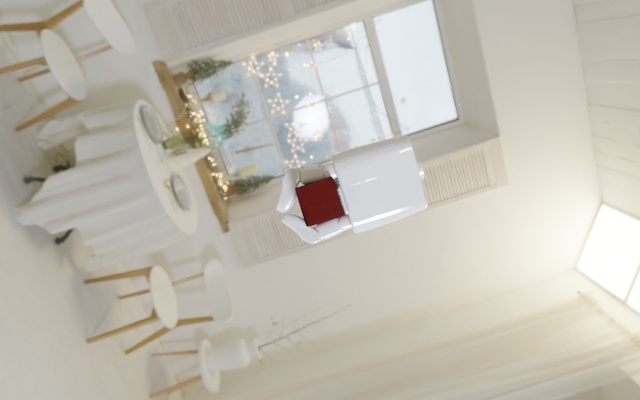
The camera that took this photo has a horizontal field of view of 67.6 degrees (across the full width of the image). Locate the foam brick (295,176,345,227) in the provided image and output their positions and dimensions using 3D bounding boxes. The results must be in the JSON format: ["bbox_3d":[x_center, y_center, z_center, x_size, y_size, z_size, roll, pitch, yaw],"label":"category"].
[{"bbox_3d":[0.000,0.002,0.629,0.051,0.053,0.078,-17,-1,1],"label":"foam brick"}]
